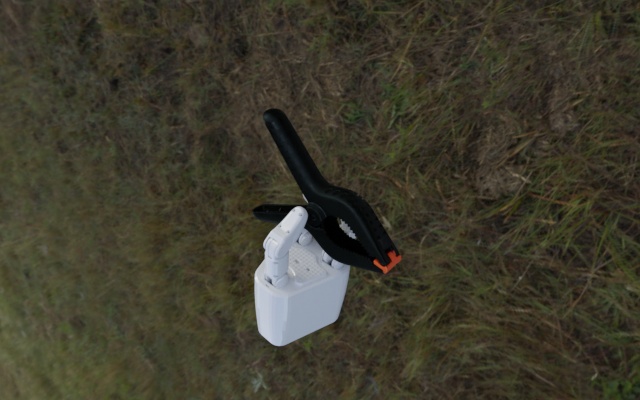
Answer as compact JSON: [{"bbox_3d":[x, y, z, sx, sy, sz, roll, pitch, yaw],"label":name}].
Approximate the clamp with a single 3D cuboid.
[{"bbox_3d":[0.000,0.003,0.529,0.210,0.165,0.036,32,47,28],"label":"clamp"}]
